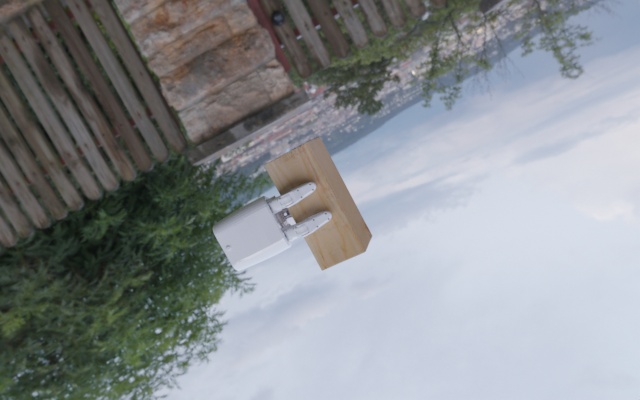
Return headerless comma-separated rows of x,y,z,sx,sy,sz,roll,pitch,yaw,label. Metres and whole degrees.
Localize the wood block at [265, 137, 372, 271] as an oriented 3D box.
0.000,0.003,0.836,0.090,0.206,0.091,-26,6,18,wood block
